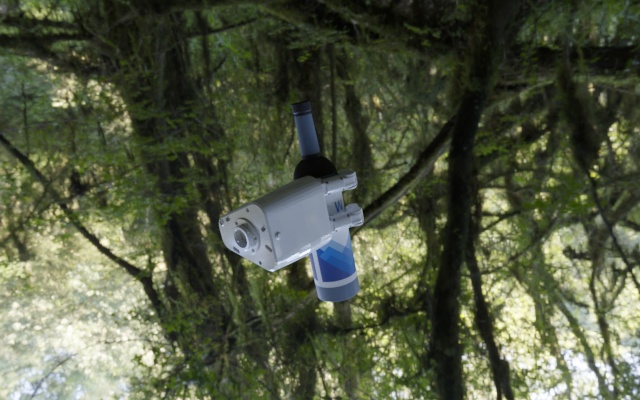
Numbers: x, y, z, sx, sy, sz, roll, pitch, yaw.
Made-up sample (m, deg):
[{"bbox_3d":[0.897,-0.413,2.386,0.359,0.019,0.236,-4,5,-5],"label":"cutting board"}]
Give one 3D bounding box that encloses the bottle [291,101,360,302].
[{"bbox_3d":[0.000,0.003,0.705,0.069,0.296,0.069,-11,14,3],"label":"bottle"}]
